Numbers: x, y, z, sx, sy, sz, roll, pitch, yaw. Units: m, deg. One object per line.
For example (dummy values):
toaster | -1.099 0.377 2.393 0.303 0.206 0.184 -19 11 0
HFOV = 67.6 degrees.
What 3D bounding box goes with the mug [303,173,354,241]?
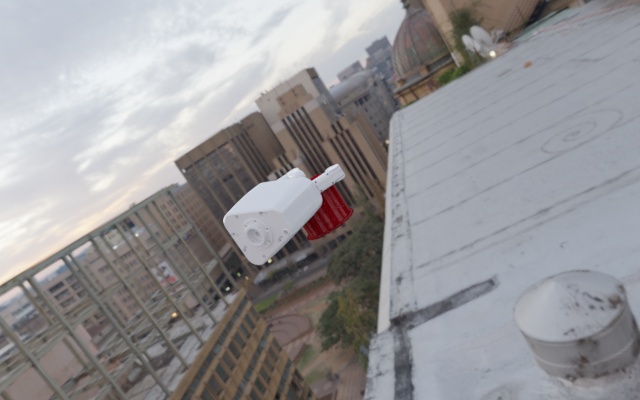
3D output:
mug | 0.001 0.002 0.812 0.093 0.081 0.117 -26 13 32
